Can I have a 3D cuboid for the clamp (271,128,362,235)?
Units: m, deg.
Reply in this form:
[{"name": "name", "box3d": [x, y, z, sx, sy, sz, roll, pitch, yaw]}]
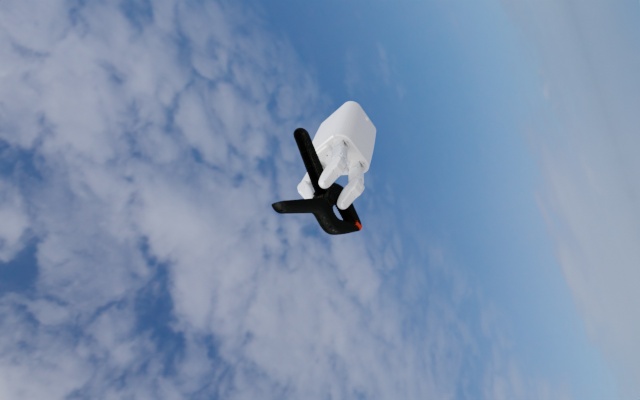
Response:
[{"name": "clamp", "box3d": [0.000, 0.003, 0.803, 0.036, 0.164, 0.210, -14, -49, 36]}]
